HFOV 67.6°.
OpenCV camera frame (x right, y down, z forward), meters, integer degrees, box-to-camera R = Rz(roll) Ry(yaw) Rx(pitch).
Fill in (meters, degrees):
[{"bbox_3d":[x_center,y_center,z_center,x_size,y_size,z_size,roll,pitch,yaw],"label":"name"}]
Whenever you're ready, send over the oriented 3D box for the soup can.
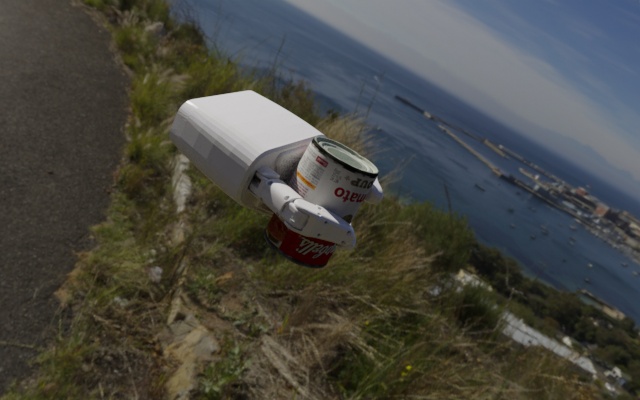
[{"bbox_3d":[0.000,0.001,0.436,0.068,0.102,0.068,26,18,-9],"label":"soup can"}]
